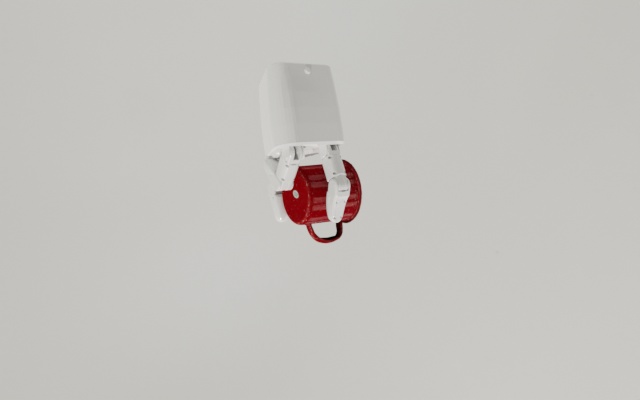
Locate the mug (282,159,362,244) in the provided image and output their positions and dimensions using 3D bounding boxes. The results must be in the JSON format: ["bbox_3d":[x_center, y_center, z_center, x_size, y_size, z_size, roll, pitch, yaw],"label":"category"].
[{"bbox_3d":[0.000,0.004,0.669,0.081,0.117,0.093,-6,-3,-31],"label":"mug"}]
